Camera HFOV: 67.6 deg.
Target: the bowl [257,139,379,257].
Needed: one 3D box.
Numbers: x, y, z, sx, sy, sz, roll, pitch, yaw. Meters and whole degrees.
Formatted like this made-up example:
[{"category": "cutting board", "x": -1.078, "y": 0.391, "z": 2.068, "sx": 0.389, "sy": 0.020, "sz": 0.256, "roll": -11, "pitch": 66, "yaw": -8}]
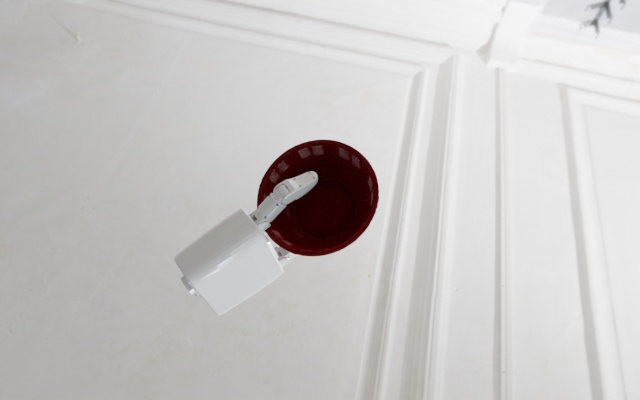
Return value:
[{"category": "bowl", "x": 0.001, "y": 0.002, "z": 0.637, "sx": 0.162, "sy": 0.162, "sz": 0.055, "roll": 0, "pitch": -20, "yaw": 14}]
